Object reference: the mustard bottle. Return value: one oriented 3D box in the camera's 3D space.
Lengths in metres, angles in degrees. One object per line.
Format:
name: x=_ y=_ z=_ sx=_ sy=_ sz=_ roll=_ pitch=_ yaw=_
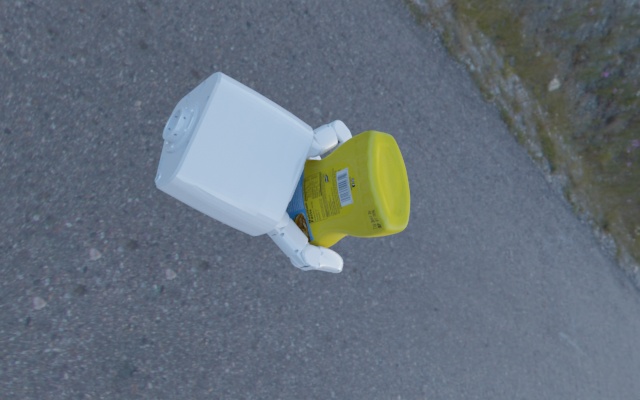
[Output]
mustard bottle: x=0.001 y=0.002 z=0.496 sx=0.058 sy=0.096 sz=0.191 roll=0 pitch=-13 yaw=-43
